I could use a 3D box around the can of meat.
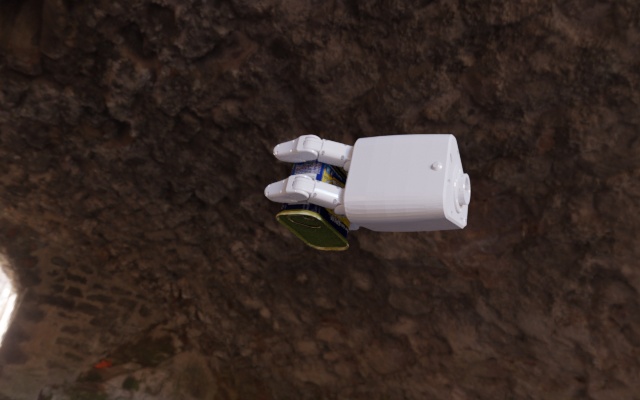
[{"bbox_3d":[0.000,0.002,0.571,0.057,0.084,0.102,-3,-29,31],"label":"can of meat"}]
